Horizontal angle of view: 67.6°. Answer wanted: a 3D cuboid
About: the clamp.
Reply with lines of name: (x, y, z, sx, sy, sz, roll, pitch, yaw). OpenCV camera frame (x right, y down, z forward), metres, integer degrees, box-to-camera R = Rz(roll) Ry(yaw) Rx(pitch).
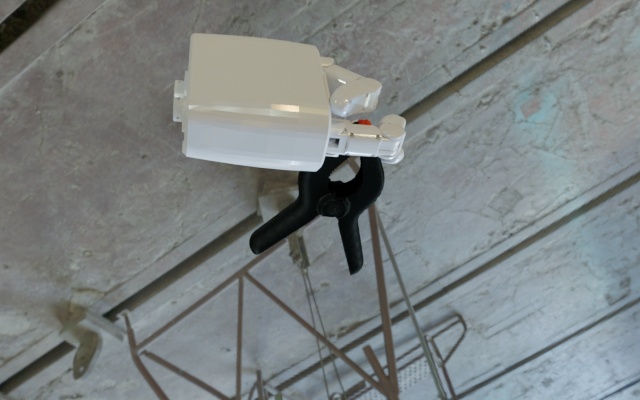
clamp: (0.000, 0.002, 0.451, 0.120, 0.172, 0.039, 4, 34, -15)
